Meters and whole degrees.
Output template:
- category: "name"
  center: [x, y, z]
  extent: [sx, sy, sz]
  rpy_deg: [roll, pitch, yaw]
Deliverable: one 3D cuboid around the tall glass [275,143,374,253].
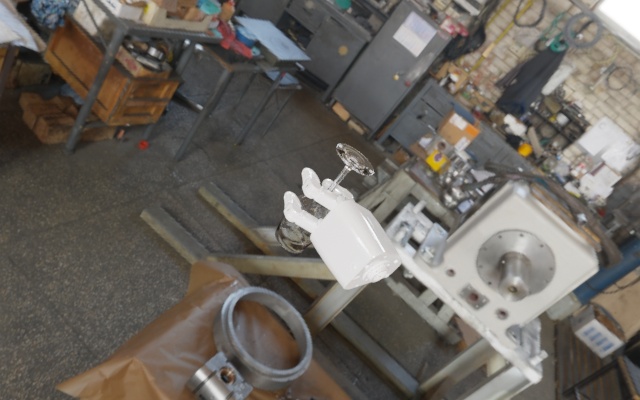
- category: "tall glass"
  center: [0.000, 0.002, 0.809]
  extent: [0.079, 0.079, 0.201]
  rpy_deg: [0, -43, -51]
